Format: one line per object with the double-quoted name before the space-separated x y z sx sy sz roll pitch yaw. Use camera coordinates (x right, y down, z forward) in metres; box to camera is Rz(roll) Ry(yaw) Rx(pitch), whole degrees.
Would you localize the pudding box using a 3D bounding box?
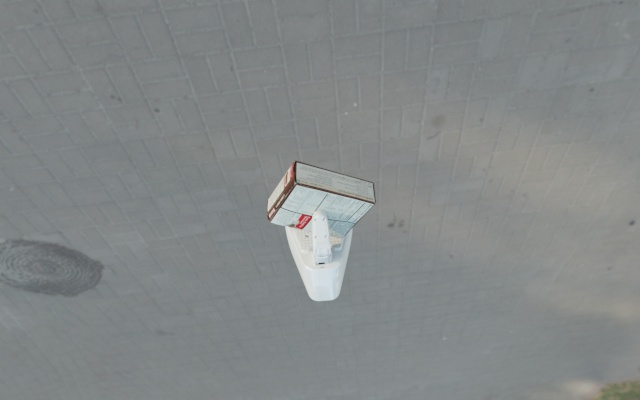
"pudding box" 0.000 0.002 0.602 0.113 0.039 0.090 13 -40 -24
